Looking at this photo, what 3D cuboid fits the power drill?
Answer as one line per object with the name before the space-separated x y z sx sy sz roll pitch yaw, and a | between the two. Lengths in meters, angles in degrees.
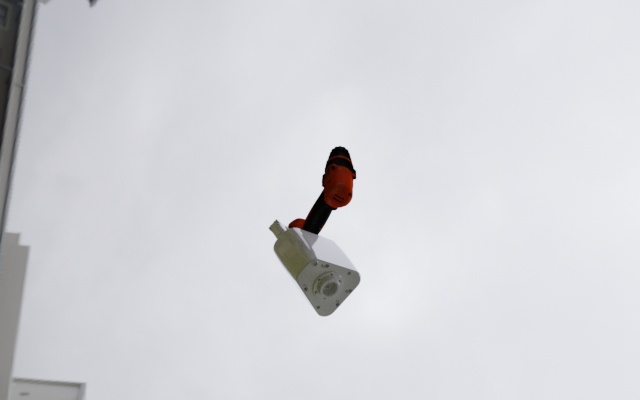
power drill | 0.000 0.003 0.866 0.057 0.188 0.184 26 27 -9
